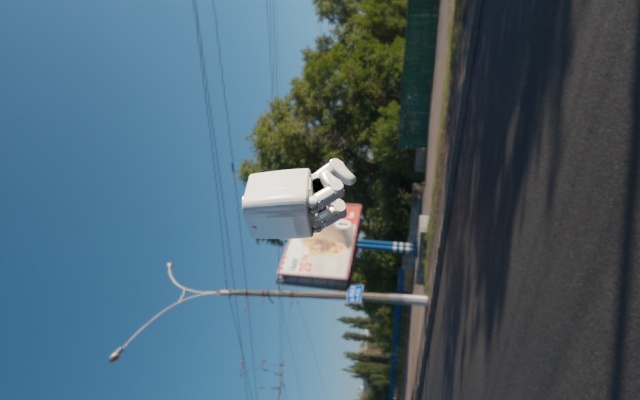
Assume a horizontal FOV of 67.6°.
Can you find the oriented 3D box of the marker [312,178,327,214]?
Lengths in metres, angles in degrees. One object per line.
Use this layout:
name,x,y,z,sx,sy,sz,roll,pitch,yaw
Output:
marker,0.000,0.003,0.842,0.020,0.020,0.121,0,-38,7
